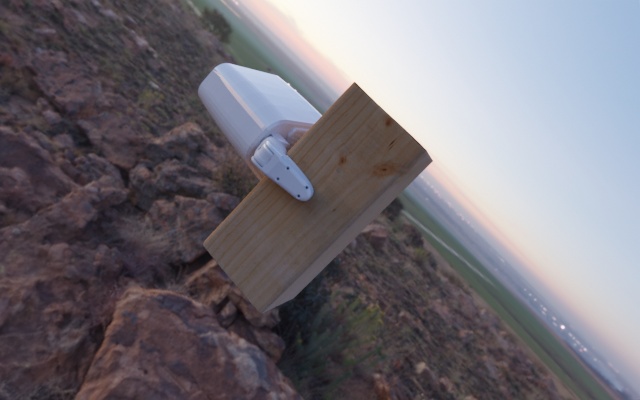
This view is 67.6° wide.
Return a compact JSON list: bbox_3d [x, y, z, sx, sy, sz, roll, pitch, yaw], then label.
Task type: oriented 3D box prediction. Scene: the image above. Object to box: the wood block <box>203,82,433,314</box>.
[{"bbox_3d":[0.000,0.001,0.461,0.206,0.090,0.091,-46,-14,11],"label":"wood block"}]
